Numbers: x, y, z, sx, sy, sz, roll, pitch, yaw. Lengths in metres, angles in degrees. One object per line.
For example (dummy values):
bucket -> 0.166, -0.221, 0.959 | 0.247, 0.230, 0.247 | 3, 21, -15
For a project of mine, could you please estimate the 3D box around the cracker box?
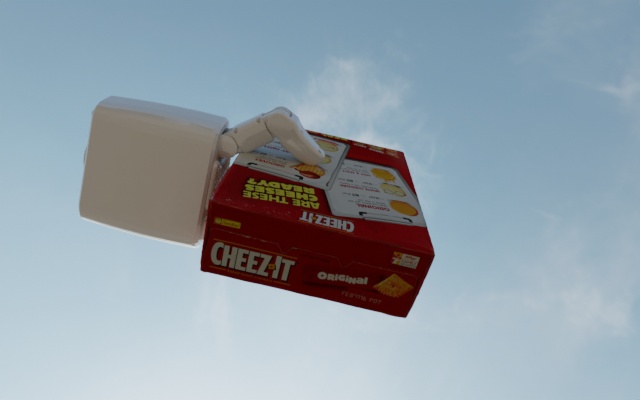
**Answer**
cracker box -> 0.000, 0.001, 0.437 | 0.164, 0.072, 0.213 | 13, 26, -3
